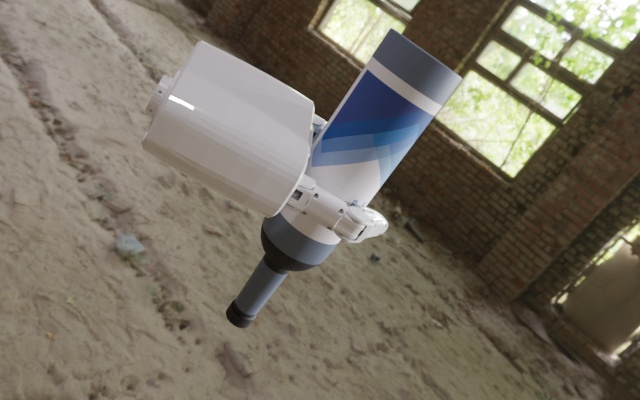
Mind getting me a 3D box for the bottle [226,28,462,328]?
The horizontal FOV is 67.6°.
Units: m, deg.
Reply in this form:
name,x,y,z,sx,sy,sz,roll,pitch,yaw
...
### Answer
name,x,y,z,sx,sy,sz,roll,pitch,yaw
bottle,0.000,0.001,0.411,0.069,0.296,0.069,30,21,-13
